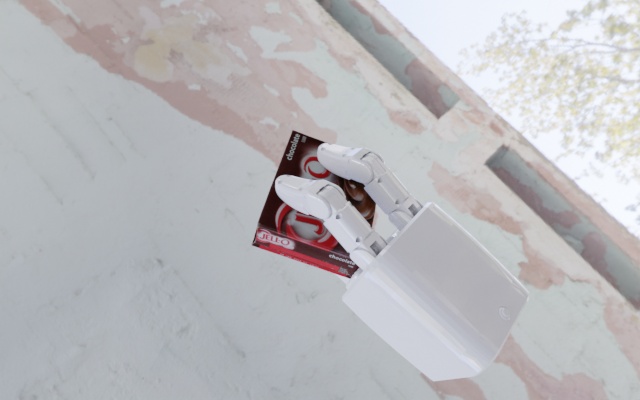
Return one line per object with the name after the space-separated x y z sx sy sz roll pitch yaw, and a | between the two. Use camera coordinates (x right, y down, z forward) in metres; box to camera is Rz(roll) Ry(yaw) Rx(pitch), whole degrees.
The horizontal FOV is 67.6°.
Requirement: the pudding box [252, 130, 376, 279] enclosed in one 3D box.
0.000 0.001 0.414 0.090 0.113 0.039 20 -40 -6 | pudding box
